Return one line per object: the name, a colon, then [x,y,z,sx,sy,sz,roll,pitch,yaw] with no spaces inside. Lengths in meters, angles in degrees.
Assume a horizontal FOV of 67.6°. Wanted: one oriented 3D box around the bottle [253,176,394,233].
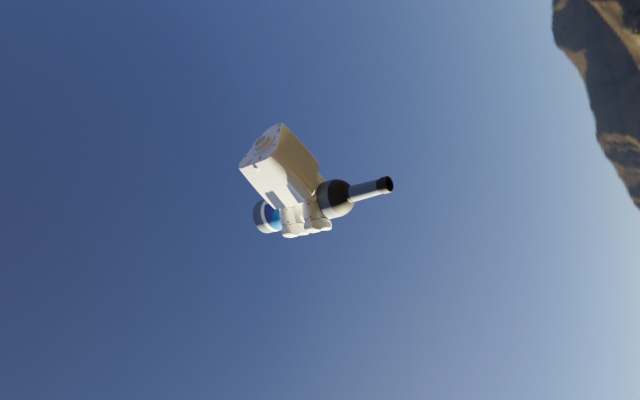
bottle: [0.000,0.003,0.864,0.296,0.069,0.069,-15,-9,39]
